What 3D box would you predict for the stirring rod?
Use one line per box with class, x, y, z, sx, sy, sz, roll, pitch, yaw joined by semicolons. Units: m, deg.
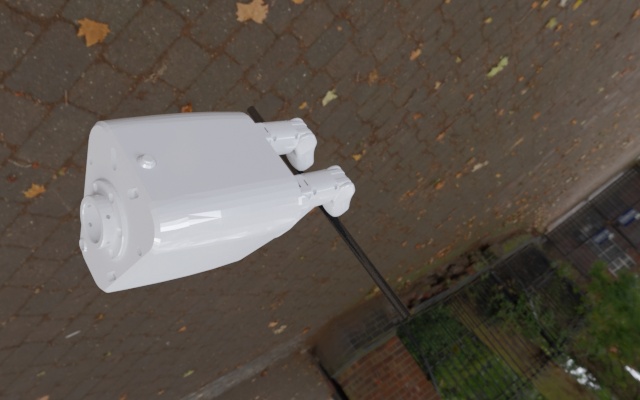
stirring rod;0.000;0.001;0.415;0.011;0.239;0.011;-31;-22;-14
